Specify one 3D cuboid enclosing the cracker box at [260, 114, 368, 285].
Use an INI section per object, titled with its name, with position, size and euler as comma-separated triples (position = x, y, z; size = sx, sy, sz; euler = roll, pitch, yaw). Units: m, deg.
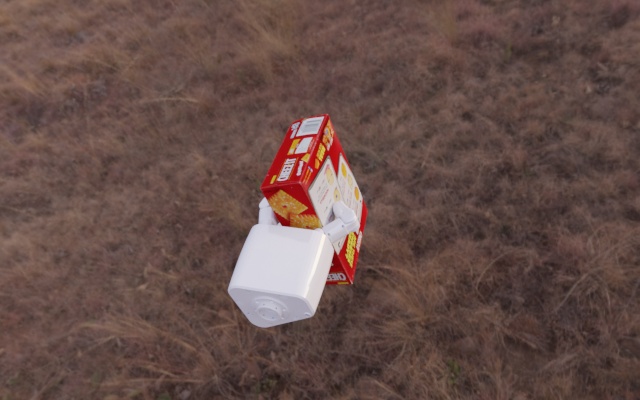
[cracker box]
position = 0.000, 0.002, 0.740
size = 0.072, 0.214, 0.164
euler = -6, 41, 23
